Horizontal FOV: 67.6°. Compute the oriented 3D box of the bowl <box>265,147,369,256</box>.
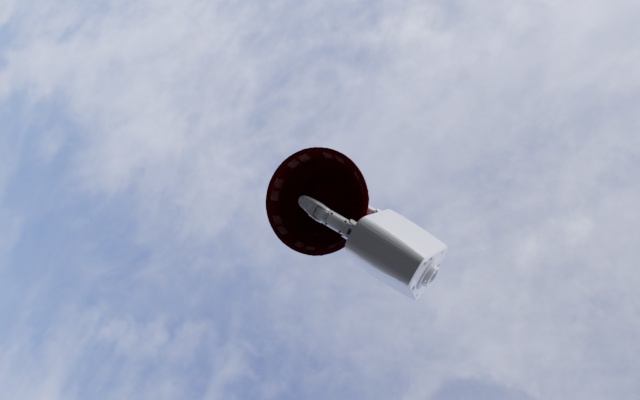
[{"bbox_3d":[-0.001,0.001,0.730,0.162,0.162,0.055,0,-3,18],"label":"bowl"}]
